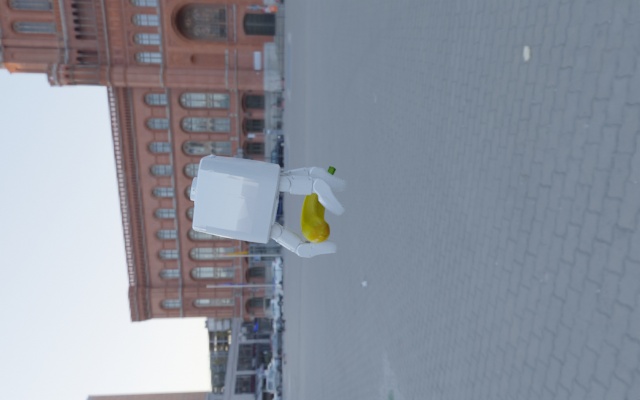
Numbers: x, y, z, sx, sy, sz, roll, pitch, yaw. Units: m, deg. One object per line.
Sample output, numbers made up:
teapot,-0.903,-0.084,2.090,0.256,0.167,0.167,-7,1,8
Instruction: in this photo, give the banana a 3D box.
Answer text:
banana,-0.006,0.016,0.712,0.037,0.070,0.197,19,29,-8
